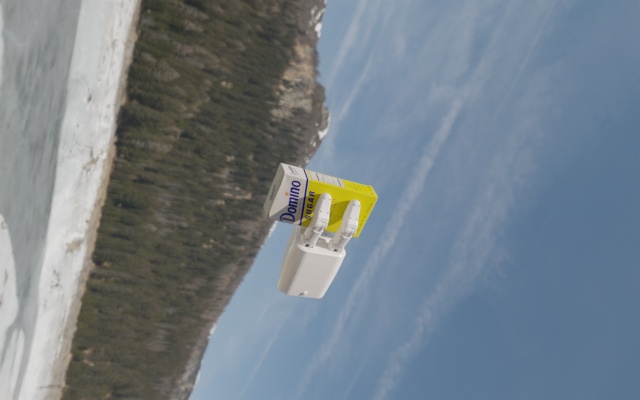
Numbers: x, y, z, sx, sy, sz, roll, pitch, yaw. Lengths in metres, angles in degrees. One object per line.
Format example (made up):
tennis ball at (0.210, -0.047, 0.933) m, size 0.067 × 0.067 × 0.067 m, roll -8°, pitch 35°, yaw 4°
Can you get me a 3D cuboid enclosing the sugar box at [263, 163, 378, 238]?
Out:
sugar box at (0.000, 0.003, 0.823) m, size 0.176 × 0.093 × 0.048 m, roll 11°, pitch 28°, yaw -24°
